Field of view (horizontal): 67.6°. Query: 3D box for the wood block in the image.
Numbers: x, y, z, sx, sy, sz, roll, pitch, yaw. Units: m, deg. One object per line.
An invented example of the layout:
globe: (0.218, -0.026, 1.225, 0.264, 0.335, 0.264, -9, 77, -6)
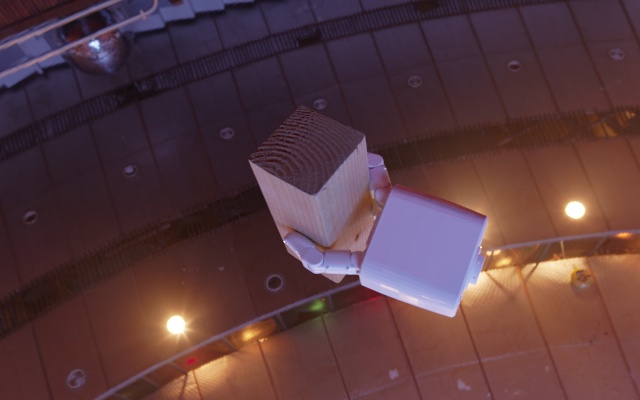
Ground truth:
wood block: (0.000, 0.002, 0.566, 0.090, 0.090, 0.206, 29, -24, 25)
